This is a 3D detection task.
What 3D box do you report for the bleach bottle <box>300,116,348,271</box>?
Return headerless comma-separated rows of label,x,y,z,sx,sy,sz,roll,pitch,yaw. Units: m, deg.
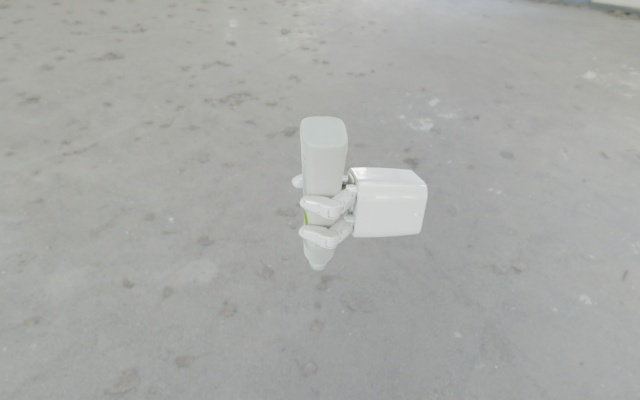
bleach bottle,0.000,0.002,0.755,0.068,0.251,0.102,0,35,-5
